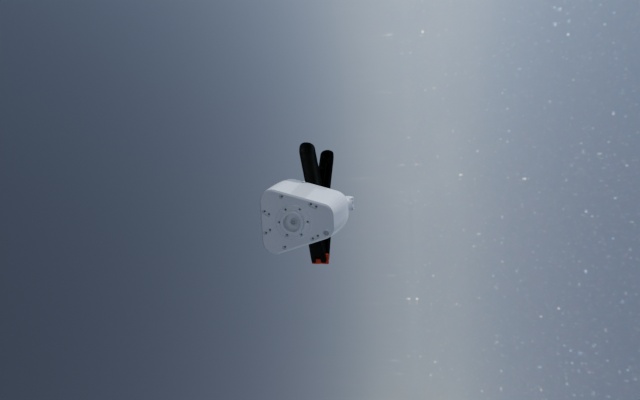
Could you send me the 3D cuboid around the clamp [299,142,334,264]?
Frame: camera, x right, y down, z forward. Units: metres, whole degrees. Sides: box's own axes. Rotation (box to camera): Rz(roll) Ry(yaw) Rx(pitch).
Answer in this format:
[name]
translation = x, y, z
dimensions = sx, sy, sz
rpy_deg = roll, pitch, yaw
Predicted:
[clamp]
translation = 0.001, 0.003, 0.827
dimensions = 0.036, 0.210, 0.164
rpy_deg = -1, 8, 15
